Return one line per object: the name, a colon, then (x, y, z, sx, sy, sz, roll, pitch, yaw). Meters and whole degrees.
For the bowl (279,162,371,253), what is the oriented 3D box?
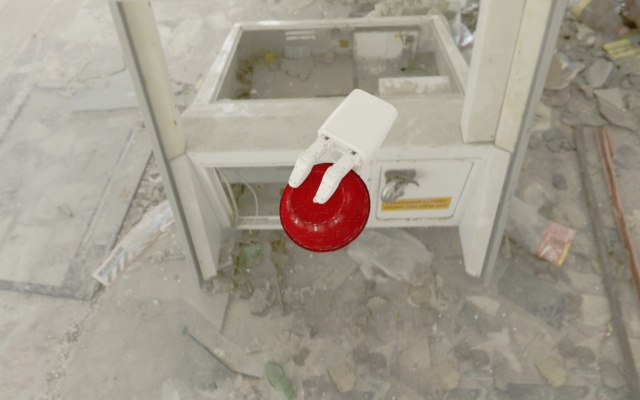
bowl: (0.000, 0.004, 0.793, 0.162, 0.162, 0.055, 0, -17, 14)
